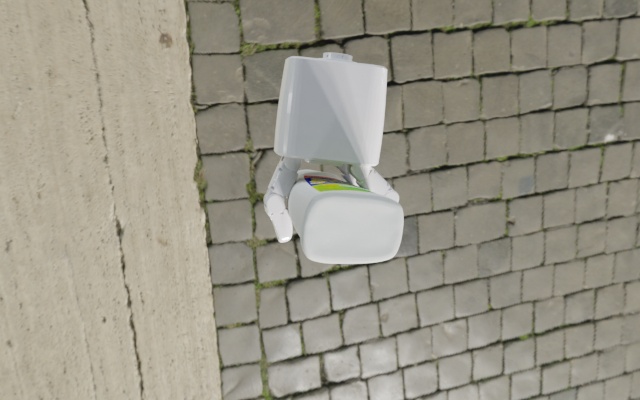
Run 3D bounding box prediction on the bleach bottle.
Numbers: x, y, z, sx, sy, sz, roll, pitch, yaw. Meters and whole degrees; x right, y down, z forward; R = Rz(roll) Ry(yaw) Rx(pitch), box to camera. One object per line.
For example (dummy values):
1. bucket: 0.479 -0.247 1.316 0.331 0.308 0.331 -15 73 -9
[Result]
1. bleach bottle: 0.000 0.002 0.553 0.102 0.068 0.250 3 11 -17
